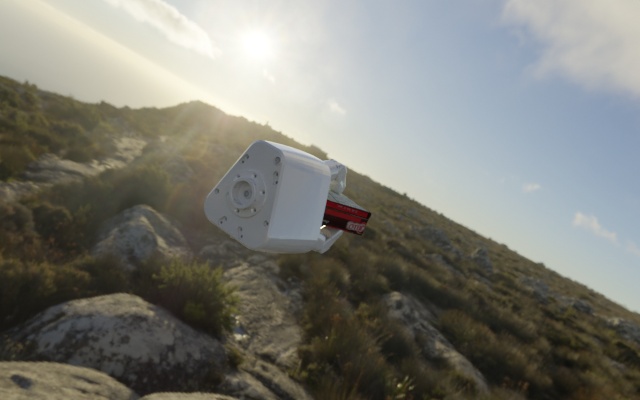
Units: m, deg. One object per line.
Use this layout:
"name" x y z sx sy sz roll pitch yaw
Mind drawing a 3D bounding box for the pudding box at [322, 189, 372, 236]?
"pudding box" 0.000 0.002 0.639 0.090 0.039 0.113 19 12 -36
